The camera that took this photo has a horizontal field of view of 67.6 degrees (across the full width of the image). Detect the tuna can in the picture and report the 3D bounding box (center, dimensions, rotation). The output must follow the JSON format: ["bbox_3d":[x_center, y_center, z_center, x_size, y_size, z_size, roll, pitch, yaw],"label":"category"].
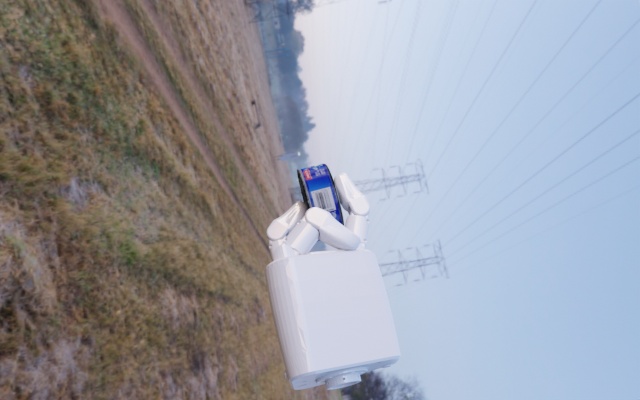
[{"bbox_3d":[0.001,0.002,0.544,0.034,0.086,0.086,-15,1,-5],"label":"tuna can"}]
